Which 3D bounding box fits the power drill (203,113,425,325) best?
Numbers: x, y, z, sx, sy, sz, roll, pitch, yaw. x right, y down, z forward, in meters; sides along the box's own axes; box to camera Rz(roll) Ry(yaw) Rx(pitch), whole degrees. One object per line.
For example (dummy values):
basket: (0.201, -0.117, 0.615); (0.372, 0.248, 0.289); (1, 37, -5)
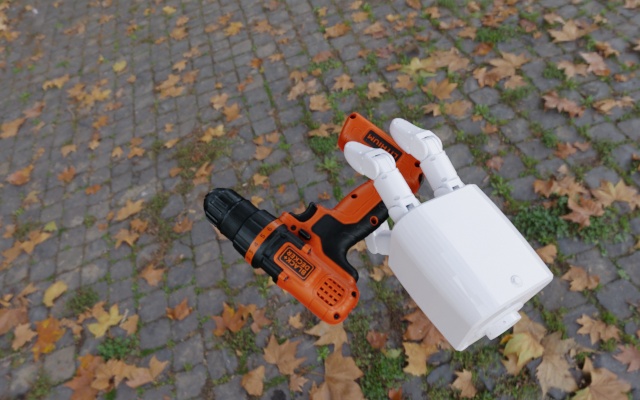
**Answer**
power drill: (0.001, 0.001, 0.486); (0.184, 0.187, 0.057); (39, -14, 10)
